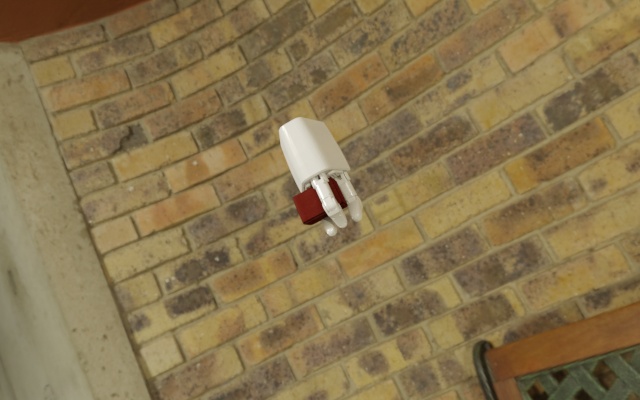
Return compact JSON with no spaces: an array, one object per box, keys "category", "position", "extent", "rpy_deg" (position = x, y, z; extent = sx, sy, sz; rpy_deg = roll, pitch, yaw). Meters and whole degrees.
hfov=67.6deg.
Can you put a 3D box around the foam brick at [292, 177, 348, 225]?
[{"category":"foam brick","position":[0.000,0.003,0.824],"extent":[0.078,0.051,0.053],"rpy_deg":[-28,-11,9]}]
